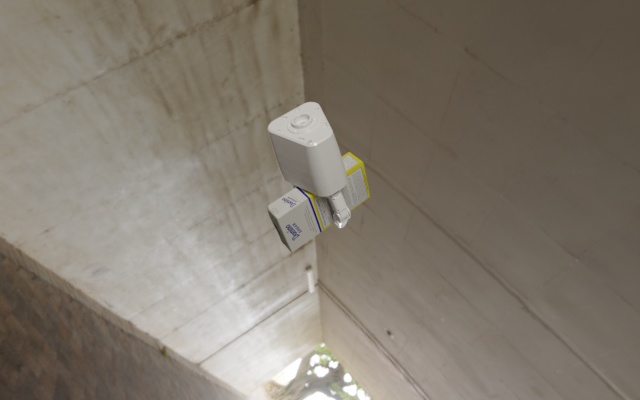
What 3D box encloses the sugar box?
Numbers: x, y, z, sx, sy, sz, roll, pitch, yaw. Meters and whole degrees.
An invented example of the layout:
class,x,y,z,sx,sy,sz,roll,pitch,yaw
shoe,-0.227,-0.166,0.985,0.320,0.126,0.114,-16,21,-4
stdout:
class,x,y,z,sx,sy,sz,roll,pitch,yaw
sugar box,0.000,0.002,0.816,0.176,0.093,0.048,-32,47,-14
